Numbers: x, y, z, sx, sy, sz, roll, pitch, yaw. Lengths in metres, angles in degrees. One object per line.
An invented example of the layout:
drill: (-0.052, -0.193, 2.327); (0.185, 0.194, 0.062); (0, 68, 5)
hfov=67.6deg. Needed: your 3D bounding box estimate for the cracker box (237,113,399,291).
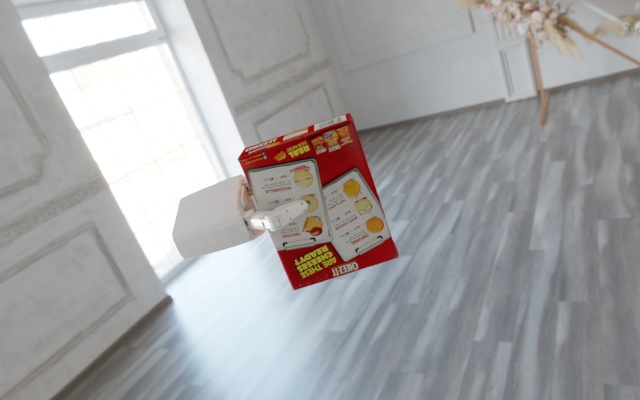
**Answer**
cracker box: (0.000, 0.002, 0.684); (0.164, 0.214, 0.072); (-19, 19, 7)
